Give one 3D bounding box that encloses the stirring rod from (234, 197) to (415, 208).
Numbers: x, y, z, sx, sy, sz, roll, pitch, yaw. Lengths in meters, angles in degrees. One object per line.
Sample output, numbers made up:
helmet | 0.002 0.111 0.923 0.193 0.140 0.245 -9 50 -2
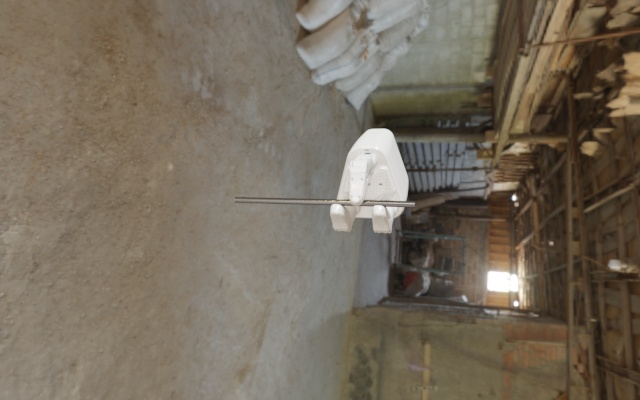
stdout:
stirring rod | 0.000 0.002 0.617 0.239 0.011 0.011 1 0 16
